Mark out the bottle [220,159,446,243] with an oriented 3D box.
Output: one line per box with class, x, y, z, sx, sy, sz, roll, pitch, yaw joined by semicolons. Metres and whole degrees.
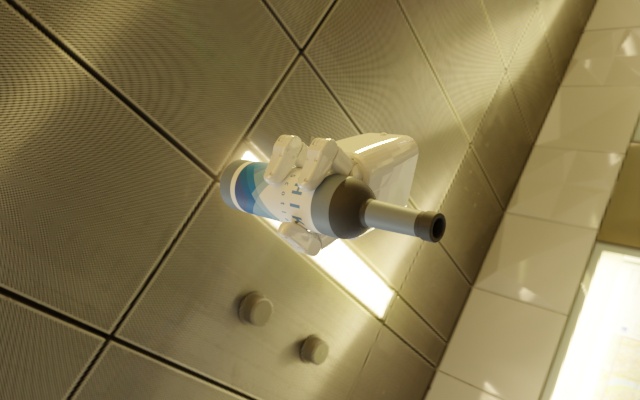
bottle;0.000;0.002;0.522;0.295;0.069;0.069;12;9;44
